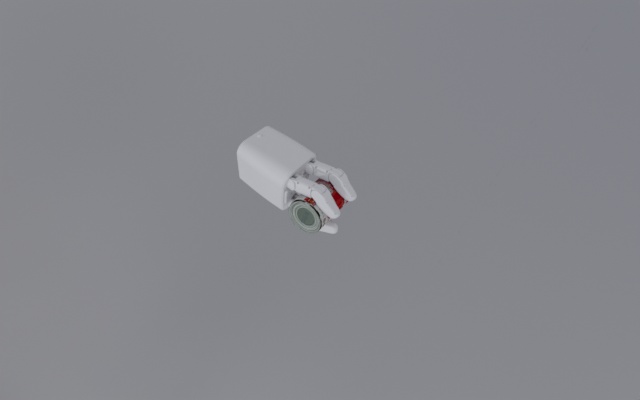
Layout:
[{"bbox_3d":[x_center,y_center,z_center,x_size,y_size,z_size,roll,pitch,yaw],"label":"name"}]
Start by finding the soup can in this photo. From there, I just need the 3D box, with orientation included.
[{"bbox_3d":[0.000,0.003,0.829,0.068,0.068,0.102,0,31,39],"label":"soup can"}]
